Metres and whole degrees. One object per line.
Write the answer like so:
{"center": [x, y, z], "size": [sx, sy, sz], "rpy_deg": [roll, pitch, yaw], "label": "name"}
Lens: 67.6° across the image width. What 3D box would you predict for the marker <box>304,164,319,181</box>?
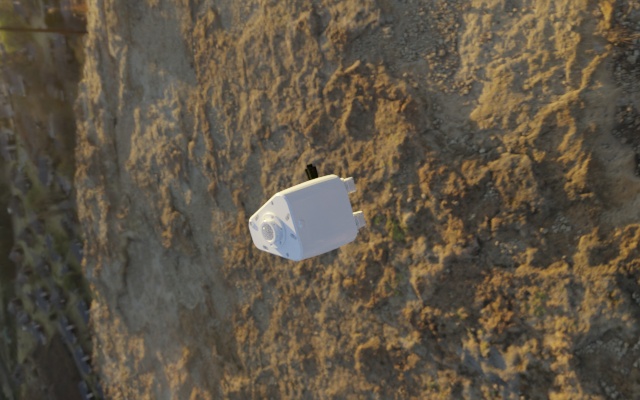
{"center": [0.000, 0.002, 0.731], "size": [0.020, 0.121, 0.020], "rpy_deg": [-17, 2, 0], "label": "marker"}
